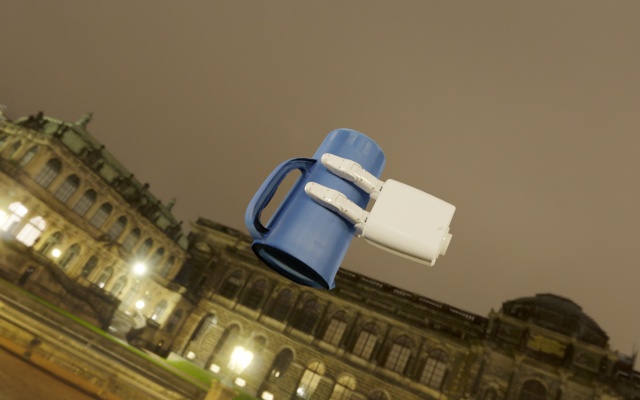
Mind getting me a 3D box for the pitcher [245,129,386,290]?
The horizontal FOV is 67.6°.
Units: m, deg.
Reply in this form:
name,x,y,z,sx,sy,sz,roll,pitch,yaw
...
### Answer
name,x,y,z,sx,sy,sz,roll,pitch,yaw
pitcher,0.000,0.003,0.742,0.145,0.242,0.149,22,-24,16
